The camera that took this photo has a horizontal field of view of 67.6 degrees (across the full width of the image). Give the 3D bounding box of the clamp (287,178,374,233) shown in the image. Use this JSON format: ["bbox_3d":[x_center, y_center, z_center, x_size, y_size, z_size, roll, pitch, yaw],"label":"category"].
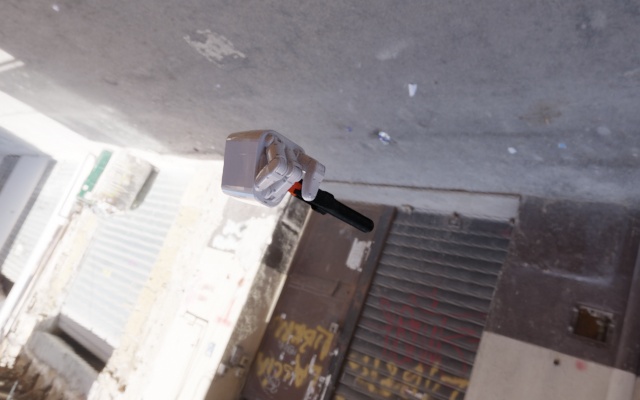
[{"bbox_3d":[0.000,0.003,0.785,0.120,0.039,0.171,11,-17,48],"label":"clamp"}]
